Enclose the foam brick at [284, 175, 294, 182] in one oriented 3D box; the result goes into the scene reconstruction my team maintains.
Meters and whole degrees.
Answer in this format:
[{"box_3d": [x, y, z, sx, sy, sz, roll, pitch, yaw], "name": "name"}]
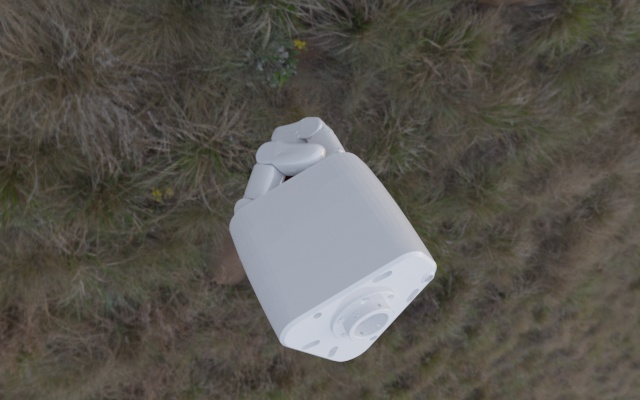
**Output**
[{"box_3d": [0.000, 0.001, 0.436, 0.078, 0.053, 0.051, 35, 17, -47], "name": "foam brick"}]
